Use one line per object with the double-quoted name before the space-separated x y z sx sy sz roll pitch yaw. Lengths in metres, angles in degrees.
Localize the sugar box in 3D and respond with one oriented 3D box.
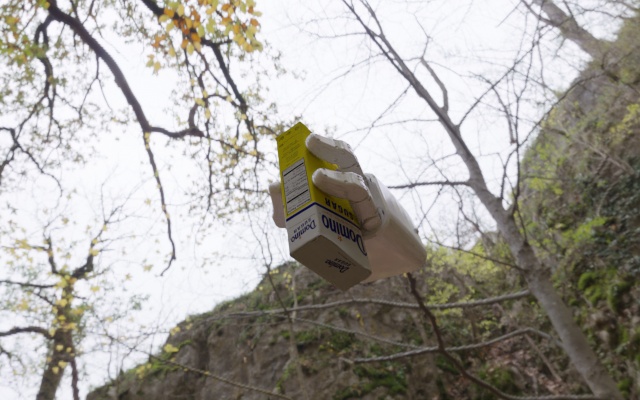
"sugar box" 0.001 0.001 0.520 0.048 0.176 0.093 -34 -47 19
